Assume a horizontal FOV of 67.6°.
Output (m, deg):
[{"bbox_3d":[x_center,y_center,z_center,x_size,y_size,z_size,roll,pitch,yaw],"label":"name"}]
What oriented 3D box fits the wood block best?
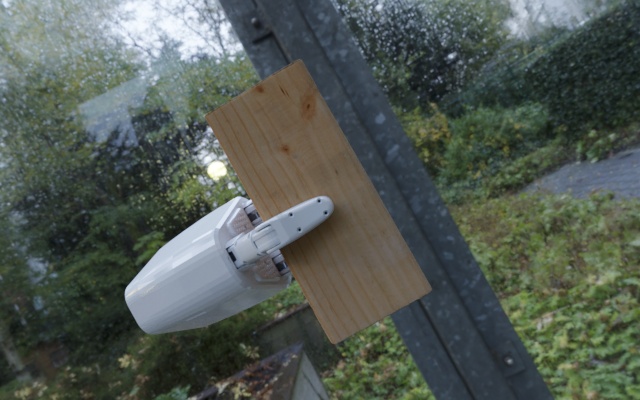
[{"bbox_3d":[0.000,0.001,0.410,0.090,0.206,0.091,-30,-1,3],"label":"wood block"}]
